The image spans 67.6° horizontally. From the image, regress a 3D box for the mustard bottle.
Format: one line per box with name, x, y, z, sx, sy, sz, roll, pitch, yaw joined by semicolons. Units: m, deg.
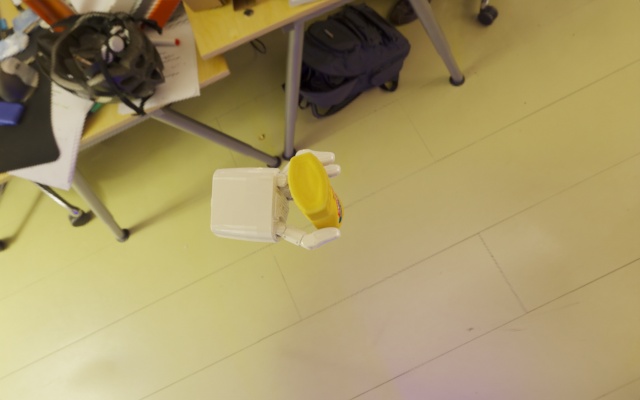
mustard bottle;0.000;0.002;0.763;0.058;0.096;0.192;-19;-21;5
